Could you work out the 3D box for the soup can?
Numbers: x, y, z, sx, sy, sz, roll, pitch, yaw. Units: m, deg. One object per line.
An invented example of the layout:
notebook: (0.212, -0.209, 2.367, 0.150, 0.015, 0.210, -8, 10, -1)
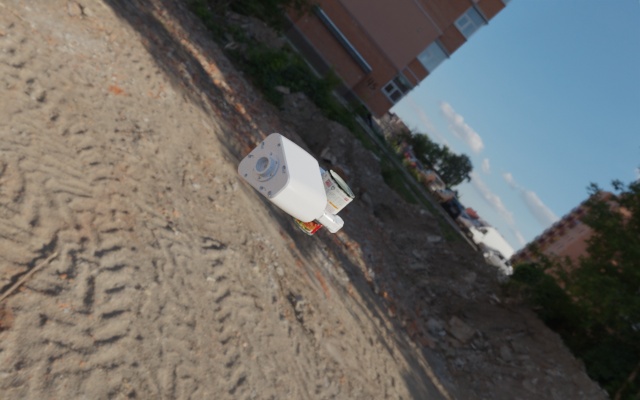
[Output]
soup can: (0.001, 0.003, 0.840, 0.102, 0.068, 0.068, -41, -10, 11)
